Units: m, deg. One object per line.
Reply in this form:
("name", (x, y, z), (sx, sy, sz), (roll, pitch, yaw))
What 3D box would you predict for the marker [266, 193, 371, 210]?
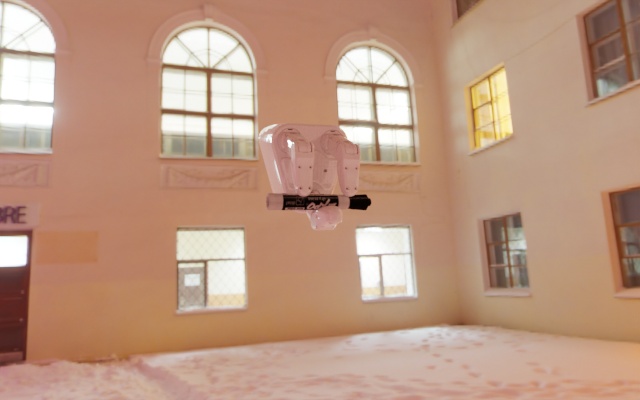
("marker", (0.000, 0.002, 0.534), (0.121, 0.020, 0.020), (0, 0, -19))
